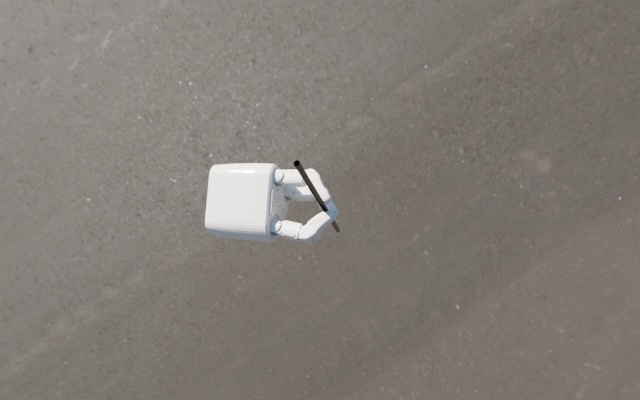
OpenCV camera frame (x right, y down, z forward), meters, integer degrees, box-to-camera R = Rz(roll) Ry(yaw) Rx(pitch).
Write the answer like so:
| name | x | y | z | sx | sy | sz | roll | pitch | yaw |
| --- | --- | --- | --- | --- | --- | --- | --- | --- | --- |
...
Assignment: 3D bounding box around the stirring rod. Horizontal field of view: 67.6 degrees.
| name | x | y | z | sx | sy | sz | roll | pitch | yaw |
| --- | --- | --- | --- | --- | --- | --- | --- | --- | --- |
| stirring rod | 0.000 | 0.002 | 0.679 | 0.011 | 0.011 | 0.240 | 0 | -23 | 15 |
